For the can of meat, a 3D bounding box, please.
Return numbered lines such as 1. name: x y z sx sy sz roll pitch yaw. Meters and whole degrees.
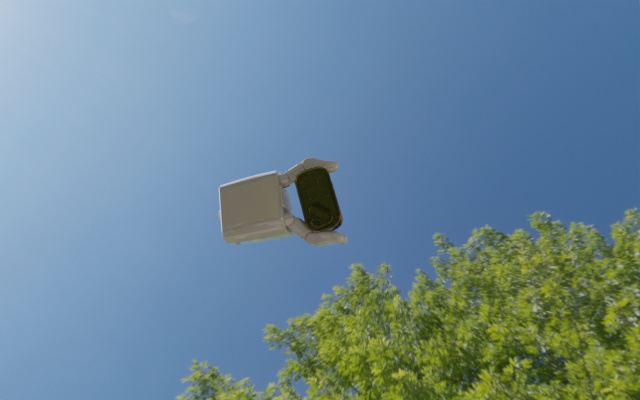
1. can of meat: 0.000 0.003 0.795 0.057 0.102 0.084 -16 -9 5
